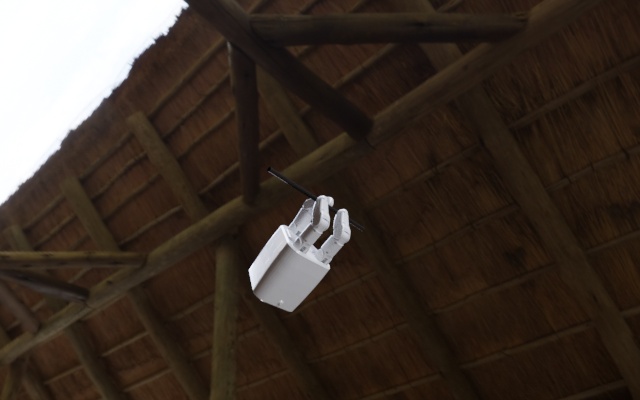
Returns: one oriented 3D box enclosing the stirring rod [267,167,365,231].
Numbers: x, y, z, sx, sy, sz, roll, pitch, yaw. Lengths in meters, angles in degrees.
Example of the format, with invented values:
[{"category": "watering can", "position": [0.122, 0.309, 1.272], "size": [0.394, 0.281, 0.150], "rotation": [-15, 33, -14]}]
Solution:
[{"category": "stirring rod", "position": [0.000, 0.003, 0.808], "size": [0.011, 0.011, 0.240], "rotation": [0, -25, 46]}]
